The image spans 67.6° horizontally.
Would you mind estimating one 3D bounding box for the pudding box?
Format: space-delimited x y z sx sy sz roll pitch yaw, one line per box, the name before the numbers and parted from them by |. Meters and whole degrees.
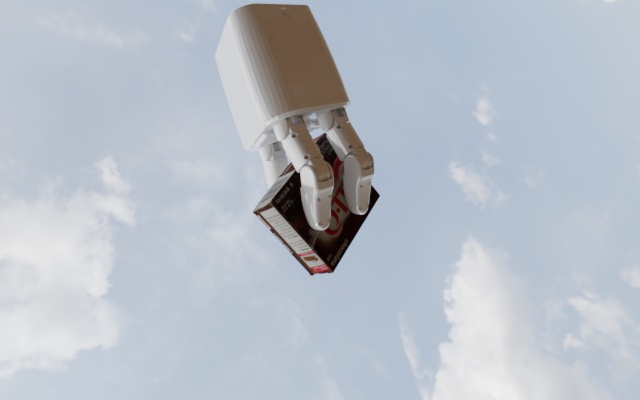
pudding box | 0.000 0.002 0.462 0.039 0.090 0.113 -19 28 50
